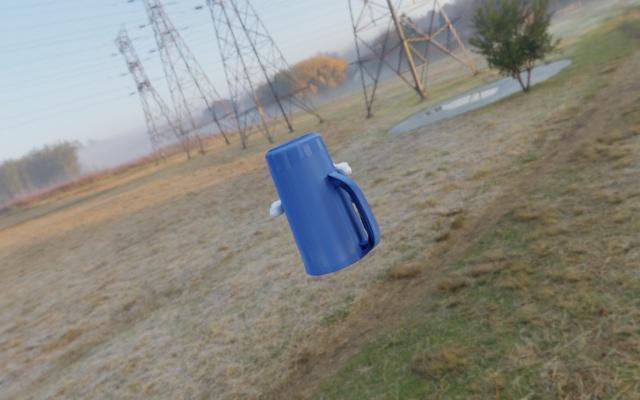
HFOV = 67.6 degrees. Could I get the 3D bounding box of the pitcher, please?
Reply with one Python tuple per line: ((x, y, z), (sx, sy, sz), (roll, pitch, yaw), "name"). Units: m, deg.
((0.000, 0.003, 0.869), (0.149, 0.243, 0.145), (-23, 10, -2), "pitcher")
